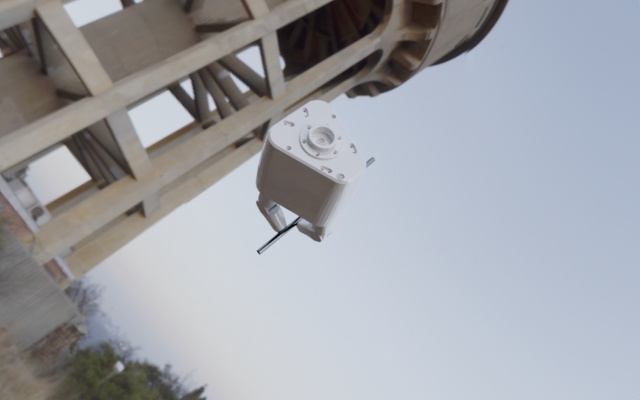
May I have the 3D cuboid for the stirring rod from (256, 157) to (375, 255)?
[{"bbox_3d":[0.000,0.002,0.690,0.239,0.011,0.011,-39,21,-28],"label":"stirring rod"}]
